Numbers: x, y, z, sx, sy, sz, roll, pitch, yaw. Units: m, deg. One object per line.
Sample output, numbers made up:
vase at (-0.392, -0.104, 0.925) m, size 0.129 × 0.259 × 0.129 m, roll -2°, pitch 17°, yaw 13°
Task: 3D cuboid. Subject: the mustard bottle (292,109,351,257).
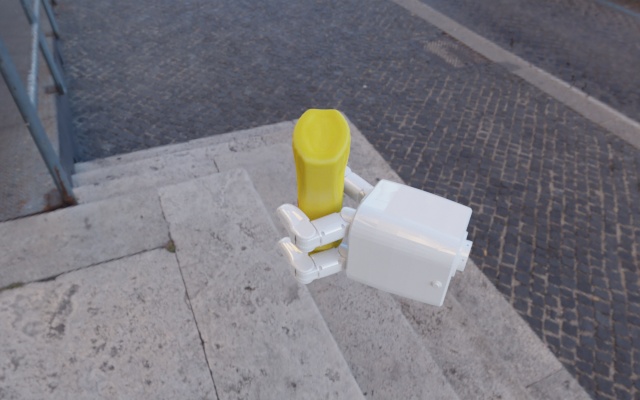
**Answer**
mustard bottle at (0.000, 0.002, 0.533) m, size 0.058 × 0.192 × 0.096 m, roll 1°, pitch 43°, yaw 0°
